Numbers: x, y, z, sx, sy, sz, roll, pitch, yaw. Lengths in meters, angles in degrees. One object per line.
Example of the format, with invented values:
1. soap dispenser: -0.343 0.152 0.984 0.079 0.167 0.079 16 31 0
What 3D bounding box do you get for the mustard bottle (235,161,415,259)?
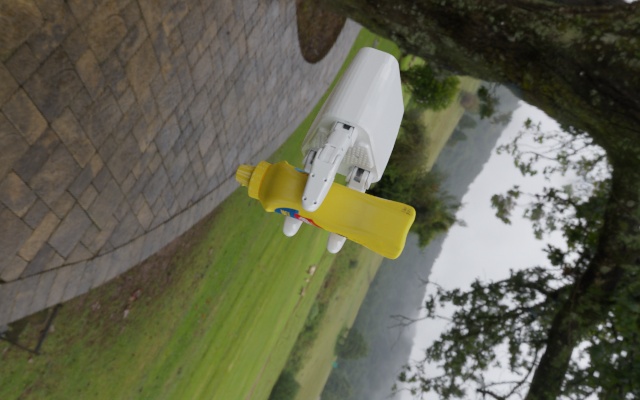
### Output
1. mustard bottle: 0.000 0.002 0.505 0.191 0.058 0.096 21 -1 7
